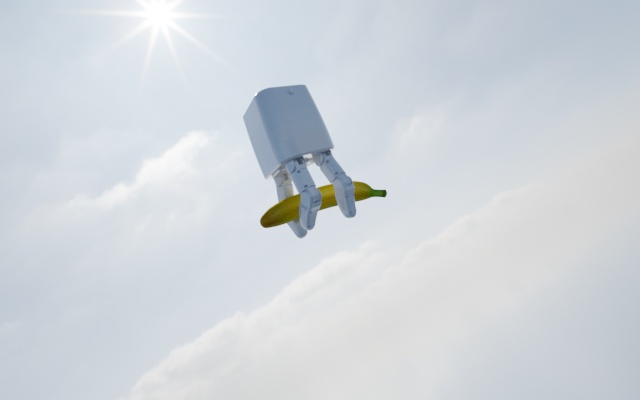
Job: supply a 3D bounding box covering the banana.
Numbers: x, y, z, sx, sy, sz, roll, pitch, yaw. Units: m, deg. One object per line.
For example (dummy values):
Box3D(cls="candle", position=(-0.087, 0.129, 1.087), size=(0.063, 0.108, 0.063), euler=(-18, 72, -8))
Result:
Box3D(cls="banana", position=(-0.003, 0.001, 0.713), size=(0.198, 0.037, 0.069), euler=(-16, 8, -18))
